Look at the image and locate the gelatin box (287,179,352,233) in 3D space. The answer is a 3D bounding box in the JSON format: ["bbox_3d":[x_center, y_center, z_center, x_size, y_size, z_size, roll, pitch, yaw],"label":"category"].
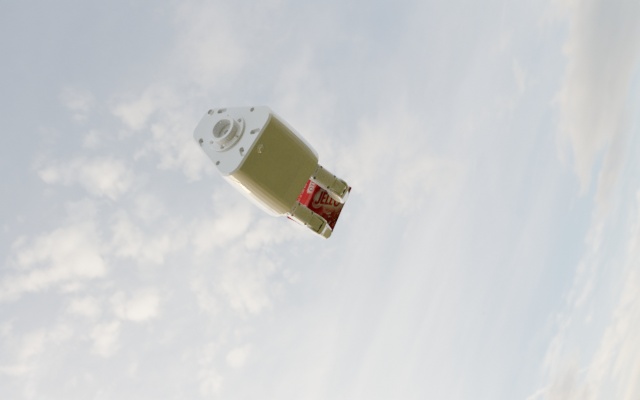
[{"bbox_3d":[0.000,0.002,0.665,0.030,0.073,0.089,25,3,33],"label":"gelatin box"}]
